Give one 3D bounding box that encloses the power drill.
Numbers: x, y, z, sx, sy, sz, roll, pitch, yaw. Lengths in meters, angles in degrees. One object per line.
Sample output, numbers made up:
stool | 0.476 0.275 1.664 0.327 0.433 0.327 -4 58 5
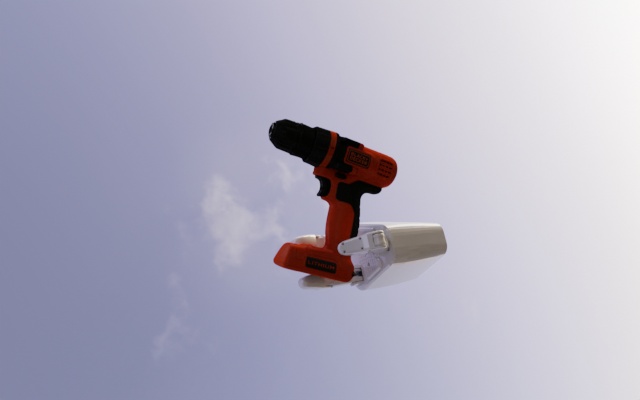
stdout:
power drill | 0.000 0.003 0.623 0.184 0.187 0.057 18 -4 -19
